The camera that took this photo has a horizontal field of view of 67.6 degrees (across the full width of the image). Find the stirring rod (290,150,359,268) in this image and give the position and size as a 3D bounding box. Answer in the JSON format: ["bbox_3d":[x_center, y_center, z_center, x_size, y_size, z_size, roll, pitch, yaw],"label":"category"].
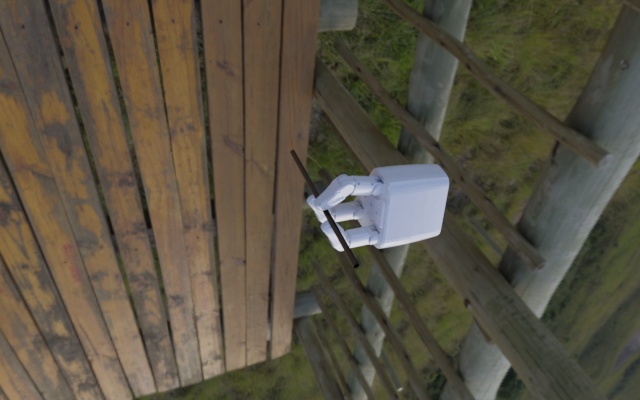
[{"bbox_3d":[0.000,0.002,0.663,0.011,0.011,0.239,0,40,-29],"label":"stirring rod"}]
